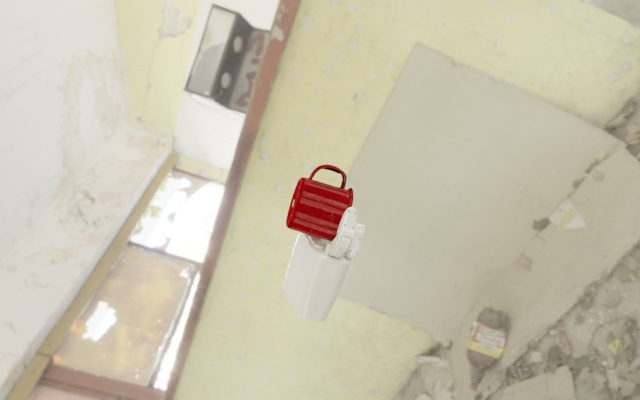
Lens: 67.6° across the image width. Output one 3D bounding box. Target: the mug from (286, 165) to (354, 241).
[{"bbox_3d":[0.000,0.001,0.724,0.081,0.117,0.093,17,9,-8],"label":"mug"}]
